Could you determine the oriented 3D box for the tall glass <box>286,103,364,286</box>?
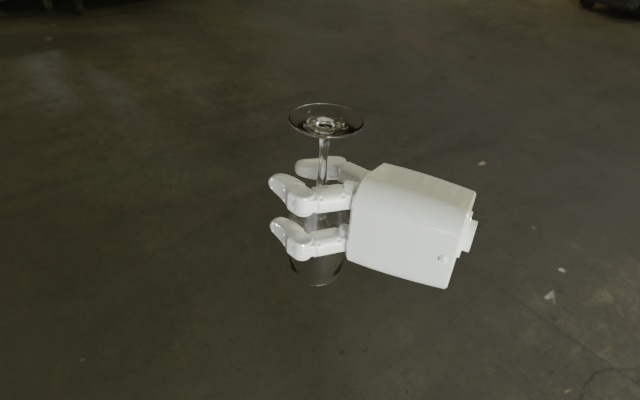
[{"bbox_3d":[0.000,0.001,0.525,0.079,0.201,0.079,3,35,-2],"label":"tall glass"}]
